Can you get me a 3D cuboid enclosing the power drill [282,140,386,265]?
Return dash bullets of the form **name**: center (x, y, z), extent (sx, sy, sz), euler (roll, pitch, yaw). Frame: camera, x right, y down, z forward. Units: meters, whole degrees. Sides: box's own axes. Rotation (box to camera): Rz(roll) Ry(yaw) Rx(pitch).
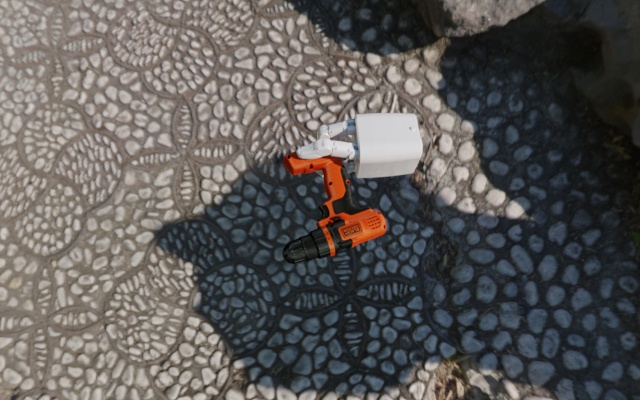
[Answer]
- **power drill**: center (0.000, 0.002, 0.820), extent (0.184, 0.187, 0.057), euler (-18, -10, -13)
